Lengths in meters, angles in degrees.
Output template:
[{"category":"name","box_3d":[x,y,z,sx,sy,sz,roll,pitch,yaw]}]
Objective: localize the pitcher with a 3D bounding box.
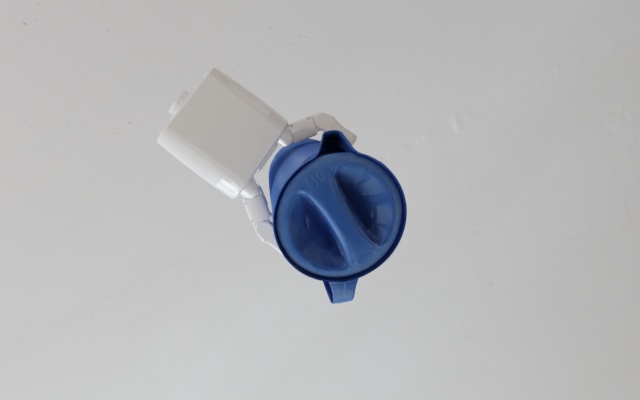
[{"category":"pitcher","box_3d":[0.000,0.002,0.572,0.145,0.149,0.242,37,4,-16]}]
